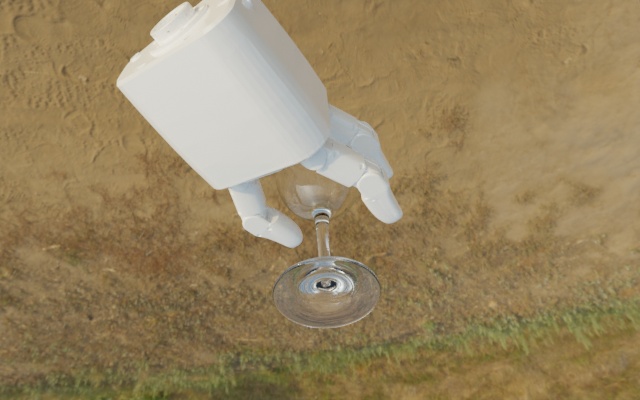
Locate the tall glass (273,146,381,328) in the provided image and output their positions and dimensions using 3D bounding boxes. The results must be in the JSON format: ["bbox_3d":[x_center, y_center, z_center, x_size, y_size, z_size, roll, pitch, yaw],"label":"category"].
[{"bbox_3d":[0.000,0.002,0.402,0.079,0.079,0.200,0,39,-3],"label":"tall glass"}]
